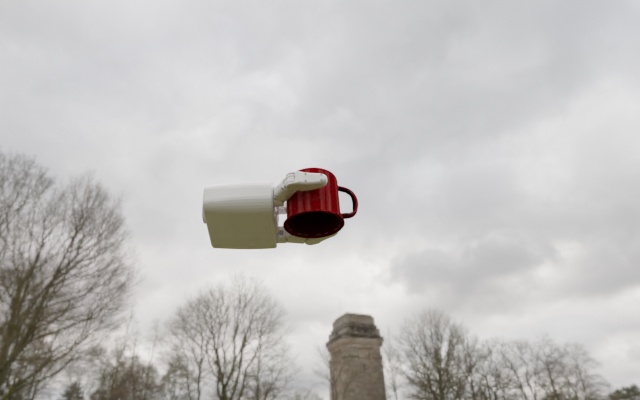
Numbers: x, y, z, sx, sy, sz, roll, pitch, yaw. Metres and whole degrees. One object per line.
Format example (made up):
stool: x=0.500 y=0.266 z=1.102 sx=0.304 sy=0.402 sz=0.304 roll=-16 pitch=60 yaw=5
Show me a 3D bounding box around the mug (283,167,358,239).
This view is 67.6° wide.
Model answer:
mug: x=0.002 y=0.002 z=0.739 sx=0.117 sy=0.081 sz=0.093 roll=-1 pitch=-30 yaw=-4
